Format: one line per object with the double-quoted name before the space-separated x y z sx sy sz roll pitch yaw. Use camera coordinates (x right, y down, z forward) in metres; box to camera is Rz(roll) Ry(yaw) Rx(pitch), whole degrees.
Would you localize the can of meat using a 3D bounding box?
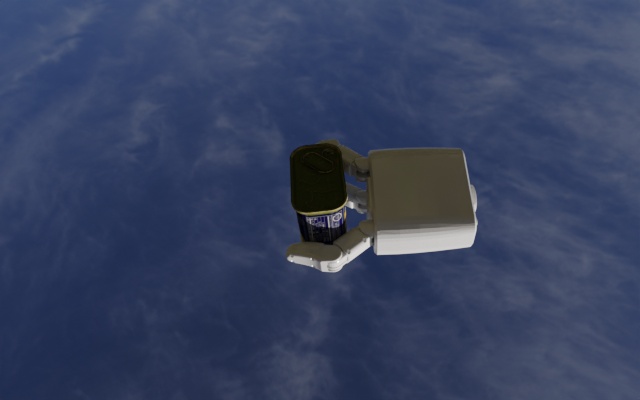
"can of meat" 0.000 0.002 0.530 0.057 0.102 0.084 -6 -43 1
